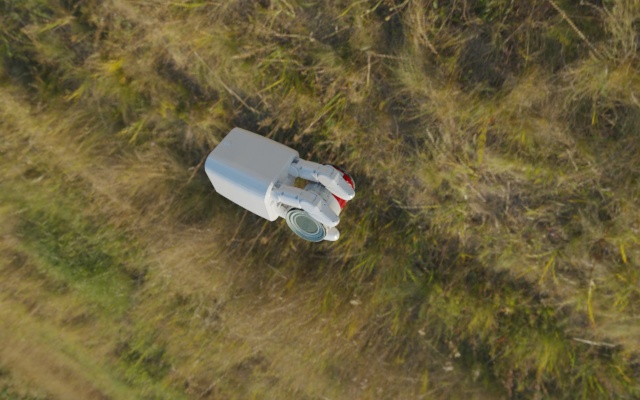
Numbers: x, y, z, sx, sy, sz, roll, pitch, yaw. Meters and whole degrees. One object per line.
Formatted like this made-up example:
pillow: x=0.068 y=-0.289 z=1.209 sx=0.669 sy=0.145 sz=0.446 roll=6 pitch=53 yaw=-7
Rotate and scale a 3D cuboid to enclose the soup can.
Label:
soup can: x=0.000 y=0.003 z=0.714 sx=0.068 sy=0.068 sz=0.102 roll=0 pitch=43 yaw=37
